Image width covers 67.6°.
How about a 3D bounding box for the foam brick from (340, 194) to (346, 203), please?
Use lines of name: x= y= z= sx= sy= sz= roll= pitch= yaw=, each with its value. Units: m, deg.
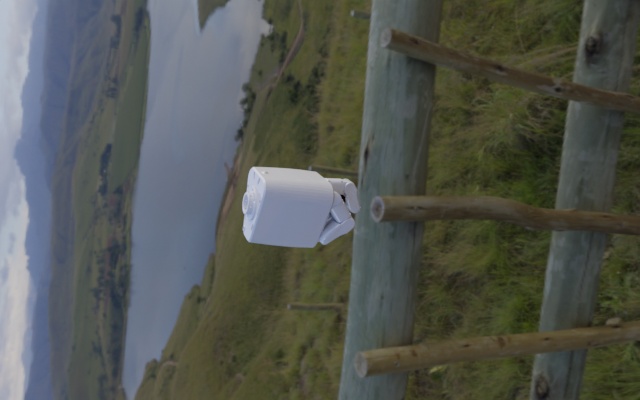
foam brick: x=0.000 y=0.003 z=0.795 sx=0.051 sy=0.053 sz=0.078 roll=5 pitch=18 yaw=-24
